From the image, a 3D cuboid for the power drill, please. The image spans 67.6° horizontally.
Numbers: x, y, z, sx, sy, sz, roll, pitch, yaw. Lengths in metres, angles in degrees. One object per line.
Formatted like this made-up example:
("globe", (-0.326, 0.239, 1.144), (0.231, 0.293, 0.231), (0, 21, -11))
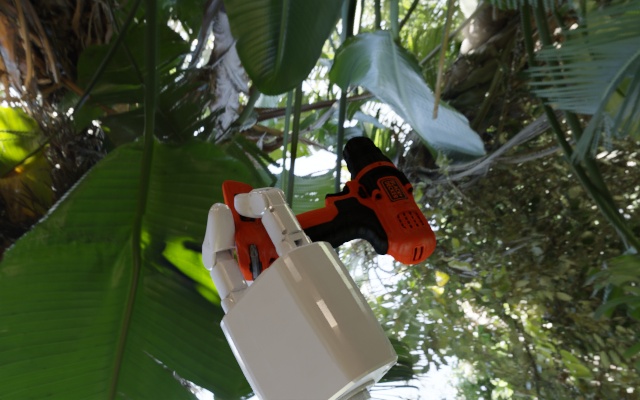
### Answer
("power drill", (0.000, 0.002, 0.485), (0.187, 0.057, 0.184), (-12, 41, -11))
